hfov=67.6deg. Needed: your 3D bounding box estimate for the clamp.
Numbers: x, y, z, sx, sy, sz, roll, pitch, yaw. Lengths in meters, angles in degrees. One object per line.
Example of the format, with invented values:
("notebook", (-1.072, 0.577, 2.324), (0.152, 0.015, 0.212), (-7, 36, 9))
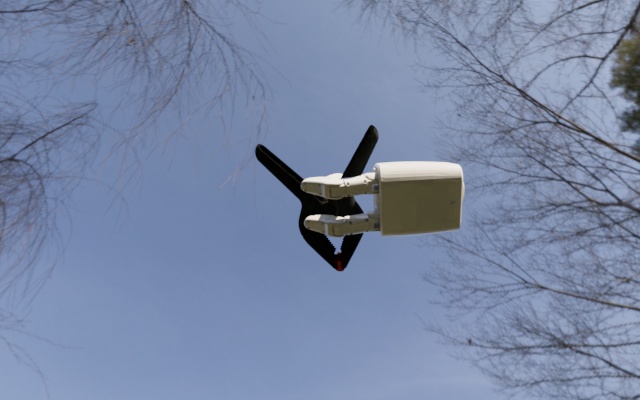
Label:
("clamp", (0.000, 0.002, 0.662), (0.164, 0.210, 0.036), (-2, 23, 7))
